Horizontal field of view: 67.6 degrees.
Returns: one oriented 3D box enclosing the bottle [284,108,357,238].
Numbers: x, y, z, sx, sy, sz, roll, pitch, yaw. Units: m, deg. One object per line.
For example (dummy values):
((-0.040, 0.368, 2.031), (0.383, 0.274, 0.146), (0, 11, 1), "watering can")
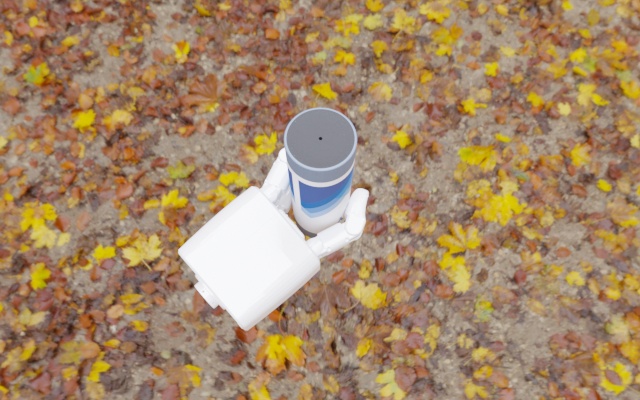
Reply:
((0.000, 0.002, 0.565), (0.069, 0.069, 0.296), (0, -23, 0), "bottle")
